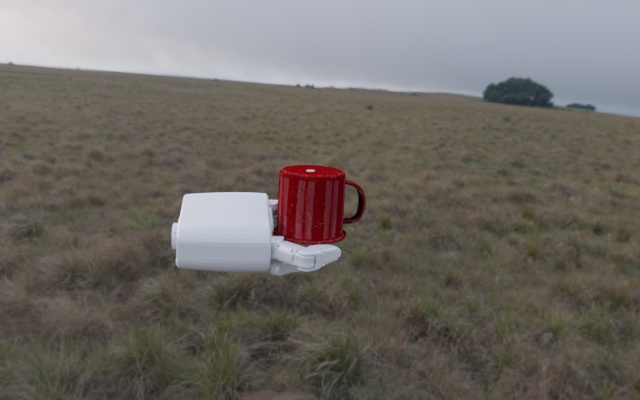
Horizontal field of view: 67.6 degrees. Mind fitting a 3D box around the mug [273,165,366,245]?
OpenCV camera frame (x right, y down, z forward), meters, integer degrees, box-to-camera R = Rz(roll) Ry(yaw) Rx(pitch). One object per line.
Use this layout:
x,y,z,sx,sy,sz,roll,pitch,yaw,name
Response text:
0.002,0.002,0.591,0.117,0.081,0.093,0,14,-12,mug
